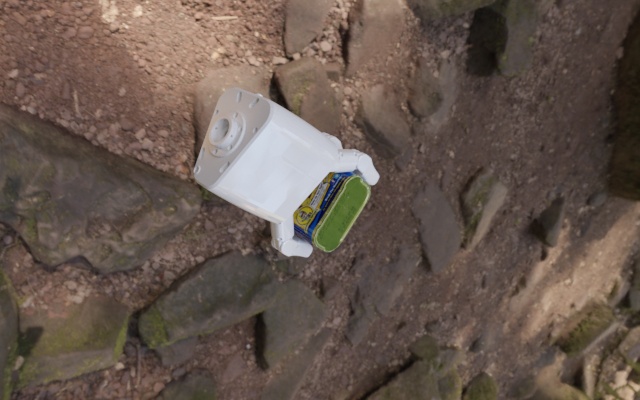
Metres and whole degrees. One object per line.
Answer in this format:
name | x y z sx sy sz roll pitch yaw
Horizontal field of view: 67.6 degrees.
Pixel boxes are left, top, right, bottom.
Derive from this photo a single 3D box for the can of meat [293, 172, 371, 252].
can of meat | 0.000 0.002 0.581 0.084 0.102 0.057 30 -3 42
